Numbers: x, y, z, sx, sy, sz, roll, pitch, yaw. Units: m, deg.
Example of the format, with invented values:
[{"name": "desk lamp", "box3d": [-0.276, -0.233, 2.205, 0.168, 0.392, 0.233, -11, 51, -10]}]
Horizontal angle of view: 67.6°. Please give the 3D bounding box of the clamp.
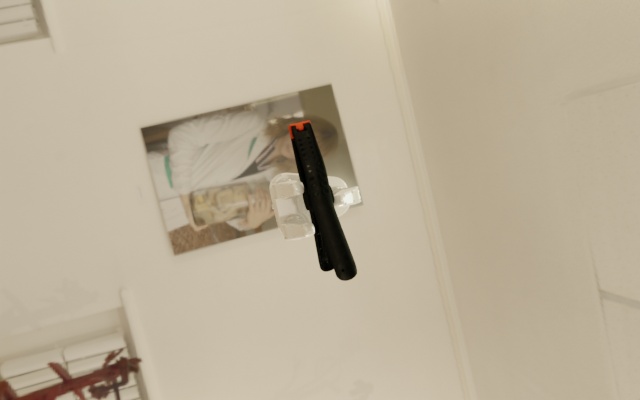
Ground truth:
[{"name": "clamp", "box3d": [0.001, 0.001, 0.604, 0.036, 0.210, 0.164, -14, 4, -9]}]
